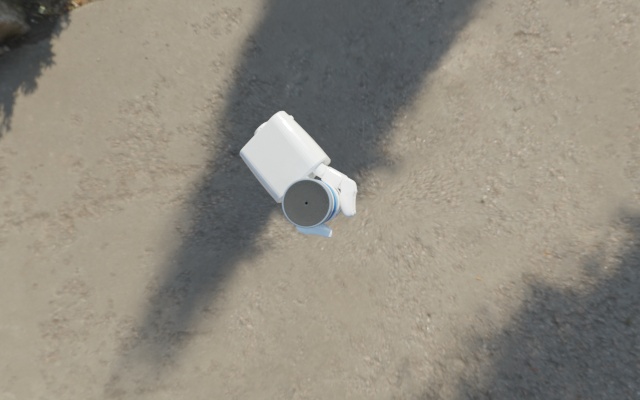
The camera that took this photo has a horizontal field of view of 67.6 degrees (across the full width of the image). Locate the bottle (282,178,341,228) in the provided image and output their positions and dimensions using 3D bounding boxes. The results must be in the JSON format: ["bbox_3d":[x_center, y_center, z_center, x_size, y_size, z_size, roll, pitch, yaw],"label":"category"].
[{"bbox_3d":[0.000,0.003,0.772,0.069,0.069,0.295,0,0,7],"label":"bottle"}]
